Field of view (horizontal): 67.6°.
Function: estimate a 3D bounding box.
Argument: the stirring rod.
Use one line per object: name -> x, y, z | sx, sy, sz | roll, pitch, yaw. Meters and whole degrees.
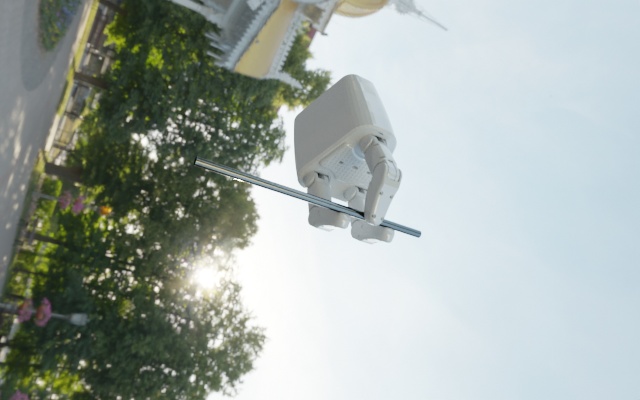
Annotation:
stirring rod -> 0.000, 0.001, 0.443 | 0.239, 0.011, 0.011 | 18, -8, -26
